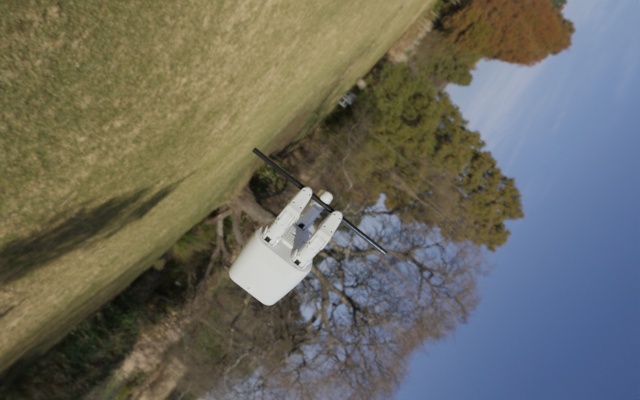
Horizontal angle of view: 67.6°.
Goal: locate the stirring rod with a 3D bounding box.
[{"bbox_3d":[0.000,0.002,0.682,0.239,0.011,0.011,38,-3,-4],"label":"stirring rod"}]
